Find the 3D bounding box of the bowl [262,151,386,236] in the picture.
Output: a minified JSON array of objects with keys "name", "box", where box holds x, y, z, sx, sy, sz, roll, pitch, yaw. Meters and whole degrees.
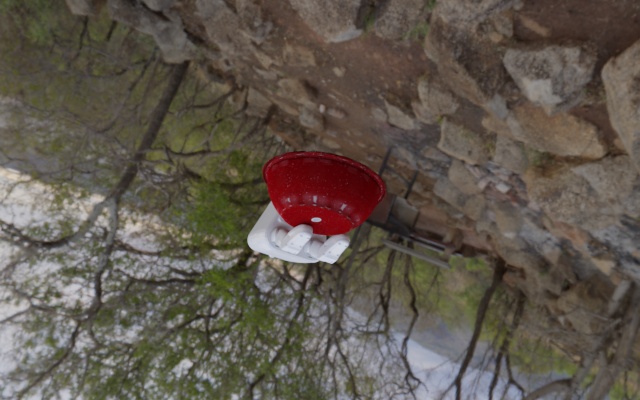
[{"name":"bowl","box":[0.000,0.002,0.605,0.162,0.055,0.162,8,-26,4]}]
